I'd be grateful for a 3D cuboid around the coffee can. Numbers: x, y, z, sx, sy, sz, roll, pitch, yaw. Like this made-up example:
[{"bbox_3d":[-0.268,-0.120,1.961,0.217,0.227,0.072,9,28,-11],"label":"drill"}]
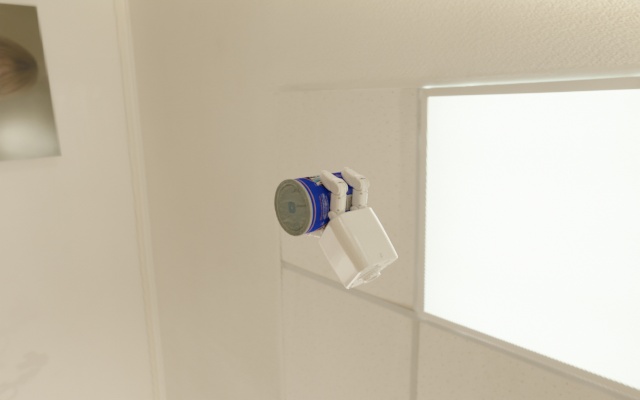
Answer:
[{"bbox_3d":[0.000,0.003,0.887,0.140,0.103,0.103,-11,7,-40],"label":"coffee can"}]
